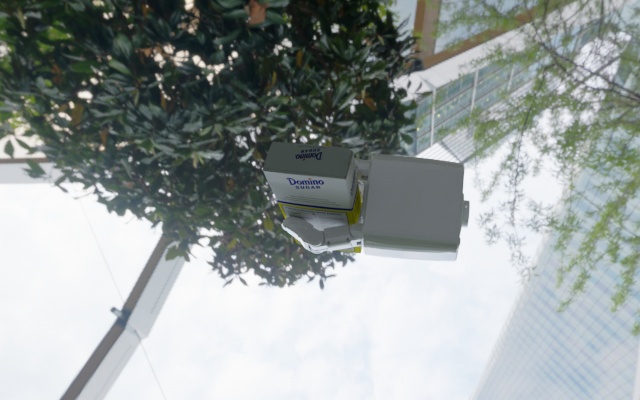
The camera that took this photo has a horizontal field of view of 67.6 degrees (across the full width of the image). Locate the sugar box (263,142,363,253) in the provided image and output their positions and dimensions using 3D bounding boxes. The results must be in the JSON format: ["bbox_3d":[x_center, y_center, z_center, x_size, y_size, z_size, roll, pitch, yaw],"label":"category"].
[{"bbox_3d":[0.000,0.001,0.568,0.093,0.048,0.176,7,-32,14],"label":"sugar box"}]
